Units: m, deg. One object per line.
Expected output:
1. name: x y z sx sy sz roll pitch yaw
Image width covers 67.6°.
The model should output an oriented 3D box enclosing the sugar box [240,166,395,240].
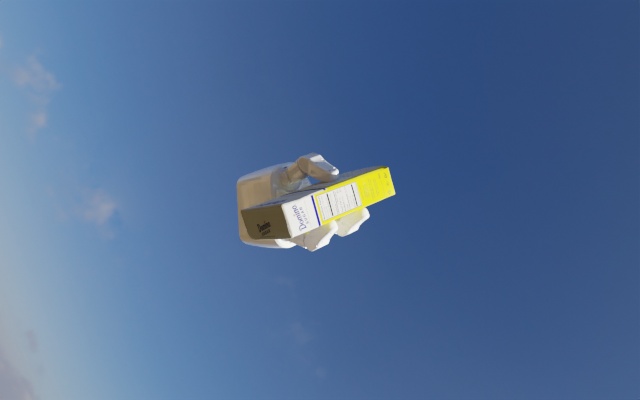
1. sugar box: 0.000 0.002 0.594 0.176 0.048 0.093 -24 10 -37
